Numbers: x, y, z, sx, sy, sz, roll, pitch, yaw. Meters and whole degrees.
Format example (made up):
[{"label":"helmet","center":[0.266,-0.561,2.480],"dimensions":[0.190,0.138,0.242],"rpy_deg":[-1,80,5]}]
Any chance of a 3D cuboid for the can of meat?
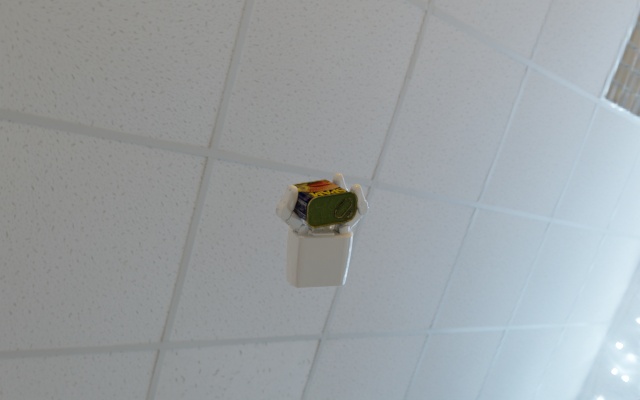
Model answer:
[{"label":"can of meat","center":[0.000,0.003,0.845],"dimensions":[0.102,0.057,0.084],"rpy_deg":[-9,24,-30]}]
